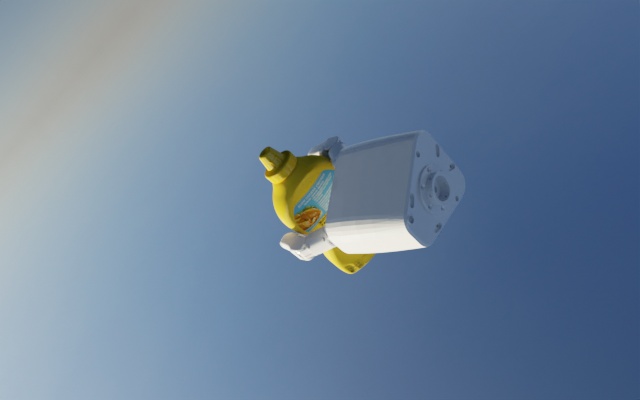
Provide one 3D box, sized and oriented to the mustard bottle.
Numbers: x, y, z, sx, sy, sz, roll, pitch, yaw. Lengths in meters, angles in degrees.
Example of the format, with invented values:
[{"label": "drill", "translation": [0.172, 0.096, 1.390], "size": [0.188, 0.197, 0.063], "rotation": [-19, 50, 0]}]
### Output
[{"label": "mustard bottle", "translation": [0.000, 0.002, 0.579], "size": [0.192, 0.096, 0.058], "rotation": [42, -7, -29]}]
